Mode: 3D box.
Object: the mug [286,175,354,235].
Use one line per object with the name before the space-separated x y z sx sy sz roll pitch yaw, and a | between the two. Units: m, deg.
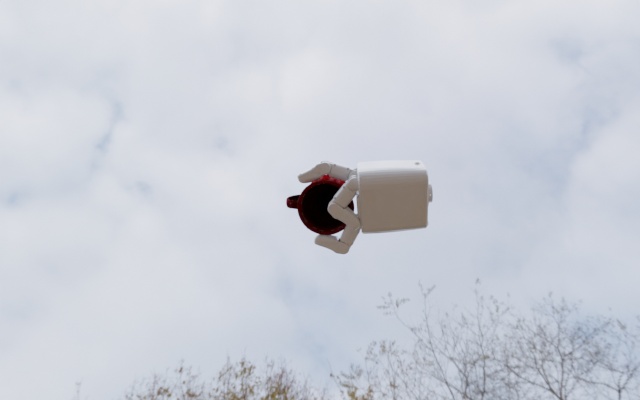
mug | -0.001 0.003 0.813 0.117 0.093 0.081 -2 14 6
